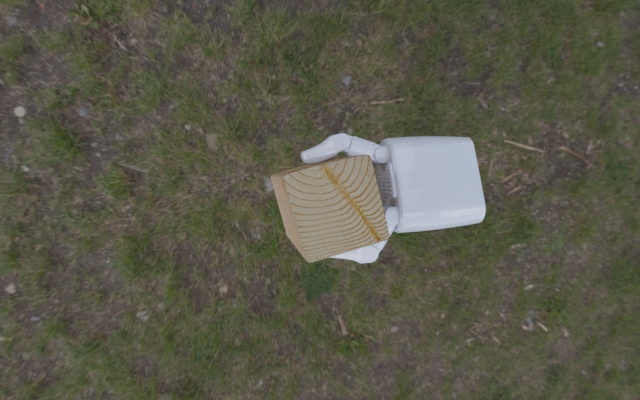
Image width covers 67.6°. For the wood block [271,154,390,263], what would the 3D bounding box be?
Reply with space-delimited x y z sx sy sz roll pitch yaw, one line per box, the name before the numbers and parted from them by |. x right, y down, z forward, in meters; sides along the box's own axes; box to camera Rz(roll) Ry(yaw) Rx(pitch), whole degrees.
wood block | 0.000 0.001 0.564 0.090 0.091 0.206 -15 5 -9
